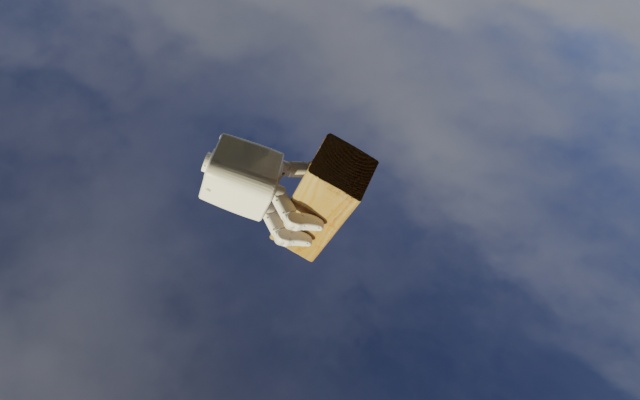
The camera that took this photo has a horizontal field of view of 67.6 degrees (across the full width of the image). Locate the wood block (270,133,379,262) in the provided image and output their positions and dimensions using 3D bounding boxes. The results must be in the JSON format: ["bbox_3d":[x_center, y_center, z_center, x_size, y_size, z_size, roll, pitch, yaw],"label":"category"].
[{"bbox_3d":[0.000,0.002,0.769,0.090,0.090,0.206,30,-37,-3],"label":"wood block"}]
